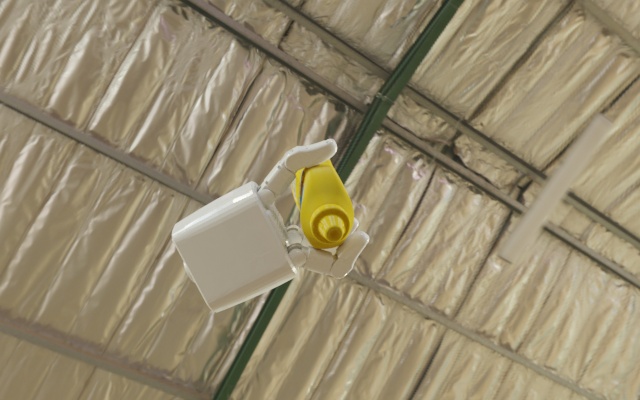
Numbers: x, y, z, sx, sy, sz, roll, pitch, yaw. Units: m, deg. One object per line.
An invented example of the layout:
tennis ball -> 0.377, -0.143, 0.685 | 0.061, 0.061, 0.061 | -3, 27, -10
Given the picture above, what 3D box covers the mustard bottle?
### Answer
mustard bottle -> 0.000, 0.002, 0.553 | 0.058, 0.096, 0.191 | -4, 19, -6
